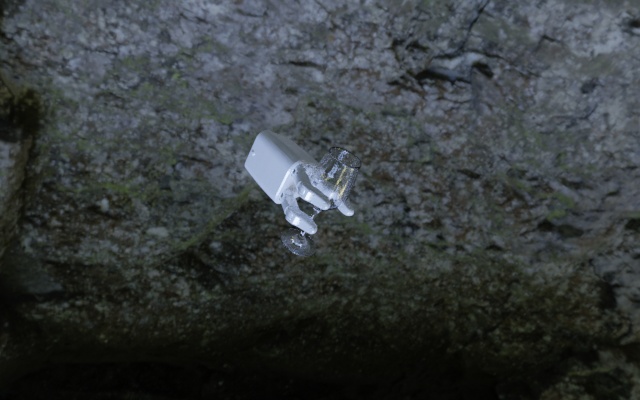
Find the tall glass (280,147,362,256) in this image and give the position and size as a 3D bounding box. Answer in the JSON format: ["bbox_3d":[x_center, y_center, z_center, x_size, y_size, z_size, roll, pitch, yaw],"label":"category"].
[{"bbox_3d":[0.000,0.003,0.855,0.079,0.201,0.079,22,29,-13],"label":"tall glass"}]
